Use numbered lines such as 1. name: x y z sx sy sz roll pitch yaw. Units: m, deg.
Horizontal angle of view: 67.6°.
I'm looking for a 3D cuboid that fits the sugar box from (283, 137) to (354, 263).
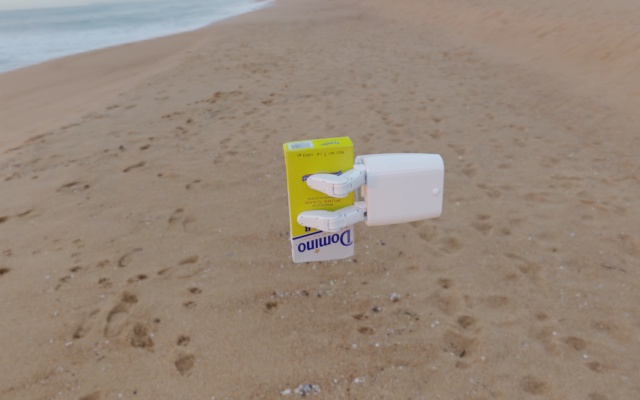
1. sugar box: 0.000 0.002 0.678 0.093 0.176 0.048 -6 24 -5
